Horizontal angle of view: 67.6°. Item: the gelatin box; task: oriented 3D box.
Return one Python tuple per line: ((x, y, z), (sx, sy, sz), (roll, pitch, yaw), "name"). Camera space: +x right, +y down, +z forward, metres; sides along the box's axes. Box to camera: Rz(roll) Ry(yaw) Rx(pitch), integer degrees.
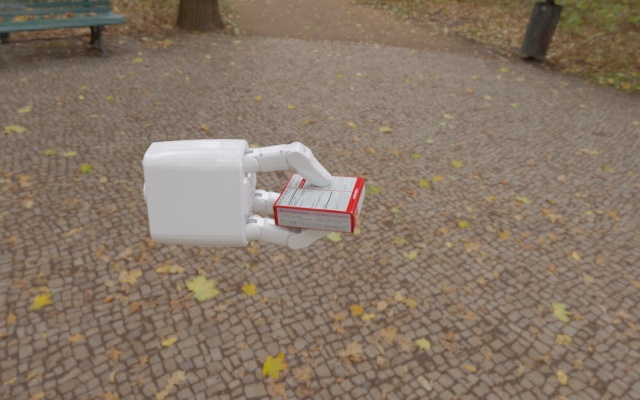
((0.000, 0.001, 0.530), (0.089, 0.030, 0.073), (4, 33, 14), "gelatin box")
